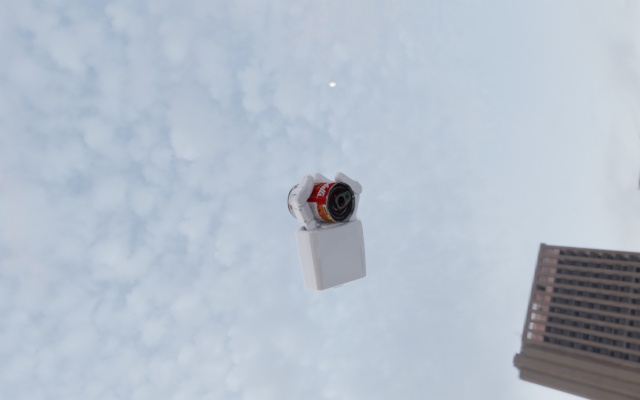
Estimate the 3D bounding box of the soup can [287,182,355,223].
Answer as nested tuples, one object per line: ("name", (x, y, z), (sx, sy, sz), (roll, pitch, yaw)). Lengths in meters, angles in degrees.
("soup can", (0.000, 0.002, 0.822), (0.068, 0.068, 0.102), (0, 1, -44))
